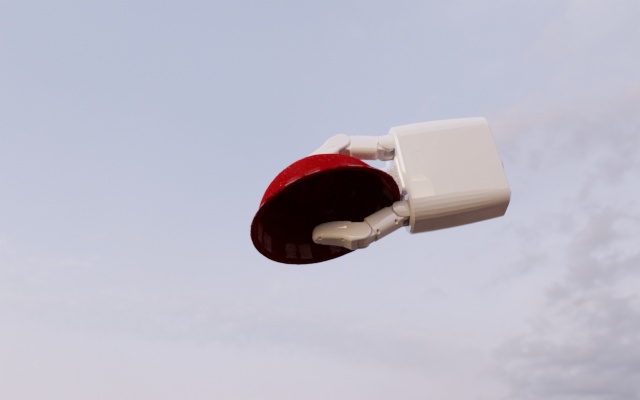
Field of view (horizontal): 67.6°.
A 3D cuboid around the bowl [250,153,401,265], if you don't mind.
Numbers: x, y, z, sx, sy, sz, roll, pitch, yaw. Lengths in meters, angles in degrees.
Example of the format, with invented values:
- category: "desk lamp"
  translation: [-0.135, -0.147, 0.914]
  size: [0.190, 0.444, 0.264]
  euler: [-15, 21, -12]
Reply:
- category: "bowl"
  translation: [-0.001, 0.001, 0.508]
  size: [0.162, 0.055, 0.162]
  euler: [-13, -37, -10]
